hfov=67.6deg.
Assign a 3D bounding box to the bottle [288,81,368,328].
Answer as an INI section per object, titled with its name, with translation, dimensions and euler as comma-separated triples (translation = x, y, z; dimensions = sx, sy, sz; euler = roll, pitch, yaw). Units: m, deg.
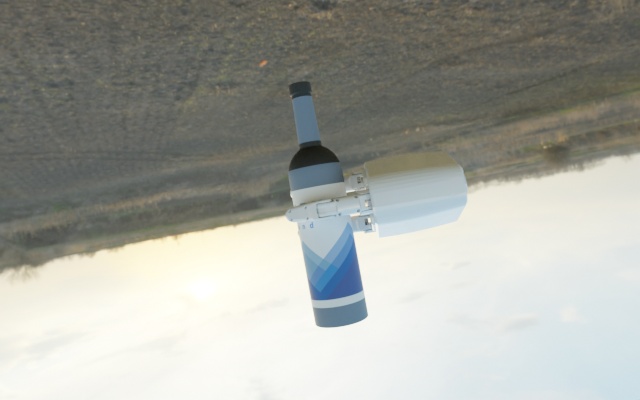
[bottle]
translation = 0.000, 0.002, 0.587
dimensions = 0.069, 0.295, 0.069
euler = -10, 0, 0
